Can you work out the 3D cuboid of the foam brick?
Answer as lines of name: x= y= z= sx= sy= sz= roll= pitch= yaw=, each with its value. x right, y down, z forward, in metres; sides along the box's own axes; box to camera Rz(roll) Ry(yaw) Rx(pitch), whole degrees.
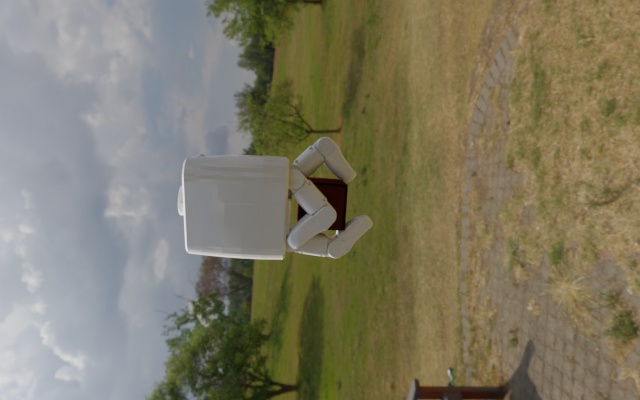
foam brick: x=0.000 y=0.002 z=0.549 sx=0.051 sy=0.053 sz=0.078 roll=3 pitch=6 yaw=-4
